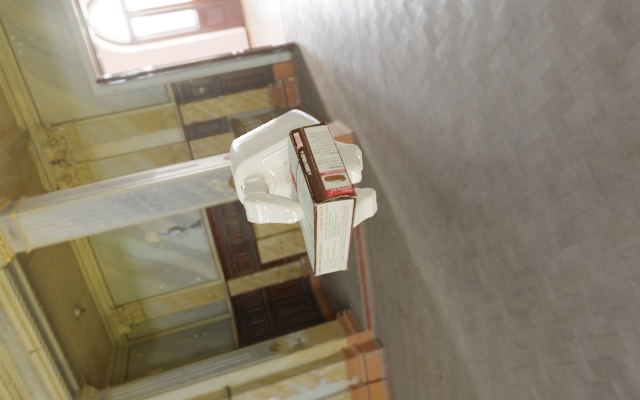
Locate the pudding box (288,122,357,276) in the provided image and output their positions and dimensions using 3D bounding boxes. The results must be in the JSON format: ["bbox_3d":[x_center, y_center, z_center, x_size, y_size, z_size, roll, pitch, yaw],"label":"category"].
[{"bbox_3d":[0.000,0.001,0.432,0.039,0.090,0.114,-13,-37,-9],"label":"pudding box"}]
